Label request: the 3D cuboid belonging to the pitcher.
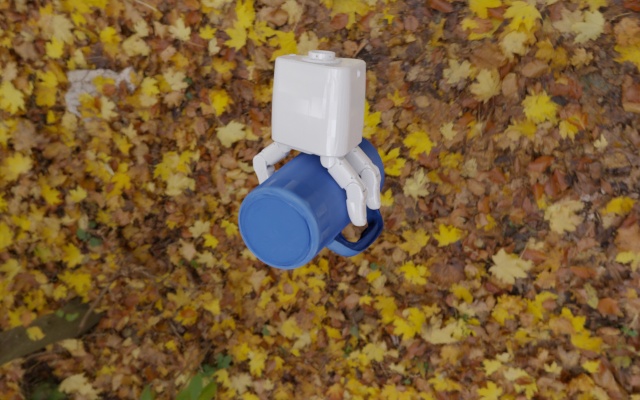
[{"bbox_3d":[0.000,0.002,0.656,0.149,0.145,0.242,13,25,19],"label":"pitcher"}]
